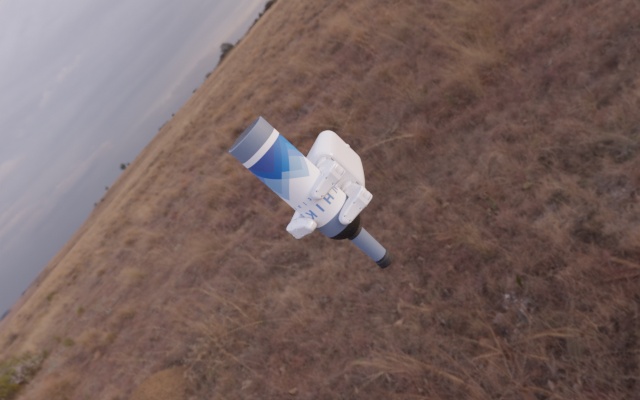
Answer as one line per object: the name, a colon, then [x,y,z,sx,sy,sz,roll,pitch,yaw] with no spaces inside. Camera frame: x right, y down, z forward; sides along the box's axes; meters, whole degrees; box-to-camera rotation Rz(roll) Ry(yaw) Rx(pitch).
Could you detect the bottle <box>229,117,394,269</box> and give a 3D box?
bottle: [0.000,0.002,0.701,0.296,0.069,0.069,42,-15,-18]
